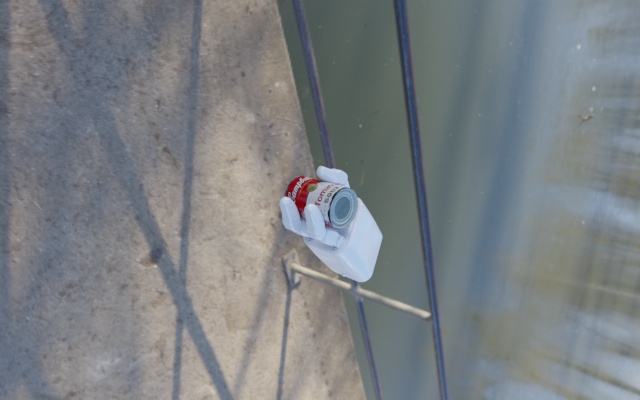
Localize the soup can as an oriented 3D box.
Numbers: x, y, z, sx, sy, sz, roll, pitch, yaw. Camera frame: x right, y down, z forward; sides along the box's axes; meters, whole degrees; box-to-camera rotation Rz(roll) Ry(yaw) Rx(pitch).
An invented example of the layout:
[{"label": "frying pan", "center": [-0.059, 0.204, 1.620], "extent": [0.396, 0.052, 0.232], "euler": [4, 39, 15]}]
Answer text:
[{"label": "soup can", "center": [0.000, 0.002, 0.759], "extent": [0.102, 0.068, 0.068], "euler": [16, 11, 42]}]
